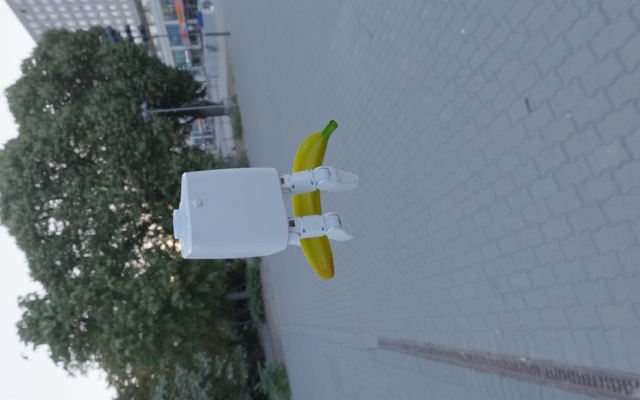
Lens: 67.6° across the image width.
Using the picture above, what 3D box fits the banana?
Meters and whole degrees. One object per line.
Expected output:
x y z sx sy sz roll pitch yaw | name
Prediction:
-0.010 0.000 0.606 0.037 0.198 0.069 3 -6 -31 | banana
